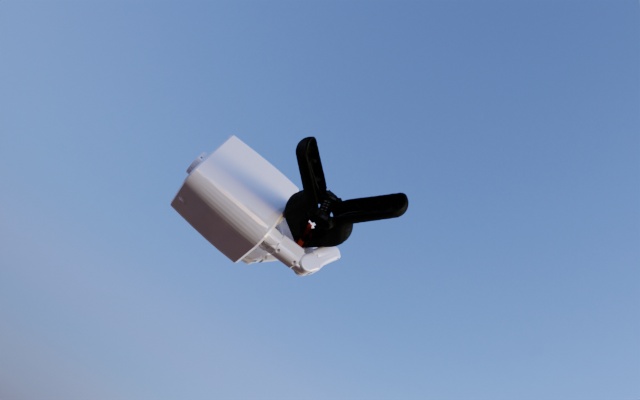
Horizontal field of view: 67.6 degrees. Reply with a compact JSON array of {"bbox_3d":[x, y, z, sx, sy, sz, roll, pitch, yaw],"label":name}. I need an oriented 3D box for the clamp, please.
[{"bbox_3d":[0.000,0.001,0.507,0.171,0.120,0.039,-38,13,51],"label":"clamp"}]
